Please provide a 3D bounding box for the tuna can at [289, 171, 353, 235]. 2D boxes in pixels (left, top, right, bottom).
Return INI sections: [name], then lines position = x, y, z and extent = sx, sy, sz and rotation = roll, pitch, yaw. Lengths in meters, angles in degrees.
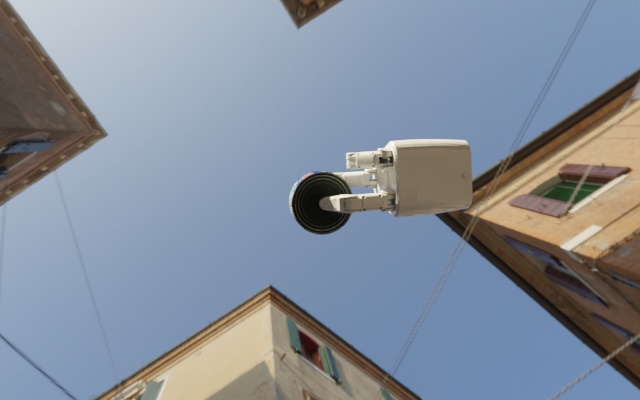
[tuna can]
position = 0.000, 0.002, 0.659
extent = 0.086, 0.086, 0.033
rotation = 0, 7, -13
